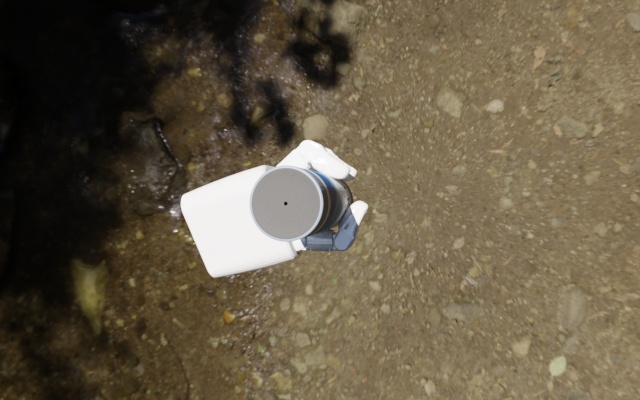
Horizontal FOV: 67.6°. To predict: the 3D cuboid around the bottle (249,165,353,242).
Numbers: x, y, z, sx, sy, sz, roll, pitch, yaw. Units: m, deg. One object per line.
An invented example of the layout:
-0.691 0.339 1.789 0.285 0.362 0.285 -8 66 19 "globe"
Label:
0.000 0.002 0.555 0.069 0.069 0.296 0 0 12 "bottle"
